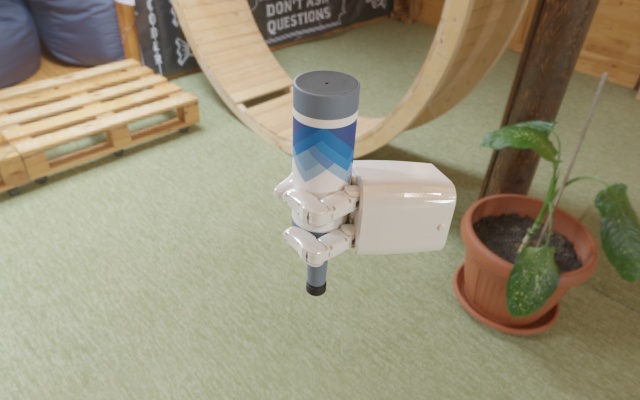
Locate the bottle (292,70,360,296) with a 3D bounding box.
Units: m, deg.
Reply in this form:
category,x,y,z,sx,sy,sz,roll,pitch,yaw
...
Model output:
category,x,y,z,sx,sy,sz,roll,pitch,yaw
bottle,0.000,0.002,0.557,0.069,0.296,0.069,2,37,-1
